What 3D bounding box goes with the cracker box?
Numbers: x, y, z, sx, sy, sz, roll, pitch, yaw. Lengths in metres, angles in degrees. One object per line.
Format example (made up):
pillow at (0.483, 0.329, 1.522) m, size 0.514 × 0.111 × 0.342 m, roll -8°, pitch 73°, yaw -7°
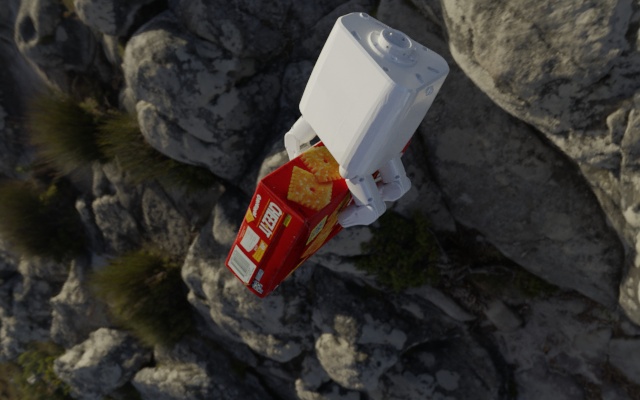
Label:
cracker box at (0.000, 0.002, 0.568) m, size 0.213 × 0.072 × 0.164 m, roll -37°, pitch -16°, yaw -42°
